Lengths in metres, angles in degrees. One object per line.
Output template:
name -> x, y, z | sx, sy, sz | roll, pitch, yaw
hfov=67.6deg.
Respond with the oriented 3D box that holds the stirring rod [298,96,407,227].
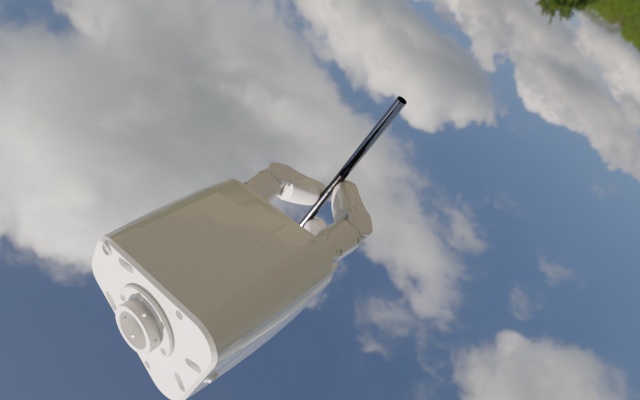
stirring rod -> 0.000, 0.001, 0.412 | 0.011, 0.011, 0.240 | 0, -36, -36
